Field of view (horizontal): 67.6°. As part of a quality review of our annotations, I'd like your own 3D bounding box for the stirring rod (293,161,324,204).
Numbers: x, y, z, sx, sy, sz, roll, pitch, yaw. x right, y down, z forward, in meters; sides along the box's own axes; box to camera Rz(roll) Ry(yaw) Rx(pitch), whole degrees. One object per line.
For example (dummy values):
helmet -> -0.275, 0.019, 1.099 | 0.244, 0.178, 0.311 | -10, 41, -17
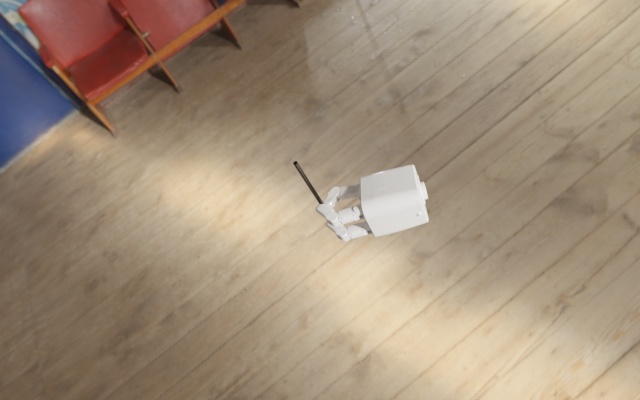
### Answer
stirring rod -> 0.000, 0.003, 0.899 | 0.011, 0.011, 0.240 | 0, -34, 25
